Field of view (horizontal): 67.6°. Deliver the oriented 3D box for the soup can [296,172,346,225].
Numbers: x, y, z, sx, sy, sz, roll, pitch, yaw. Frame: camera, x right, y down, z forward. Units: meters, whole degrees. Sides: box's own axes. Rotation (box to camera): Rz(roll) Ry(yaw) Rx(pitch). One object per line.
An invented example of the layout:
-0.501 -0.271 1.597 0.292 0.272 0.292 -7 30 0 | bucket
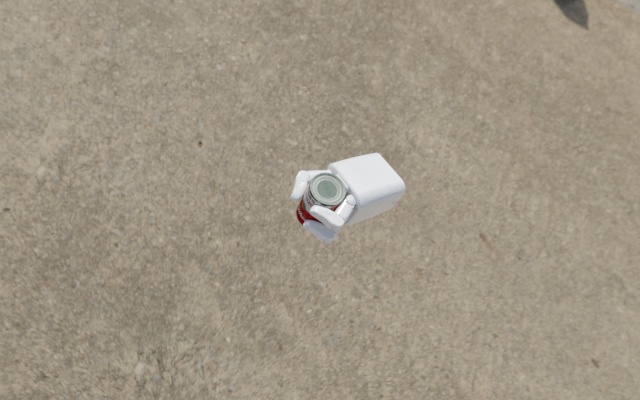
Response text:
0.000 0.003 0.860 0.068 0.068 0.102 0 -27 -17 | soup can
